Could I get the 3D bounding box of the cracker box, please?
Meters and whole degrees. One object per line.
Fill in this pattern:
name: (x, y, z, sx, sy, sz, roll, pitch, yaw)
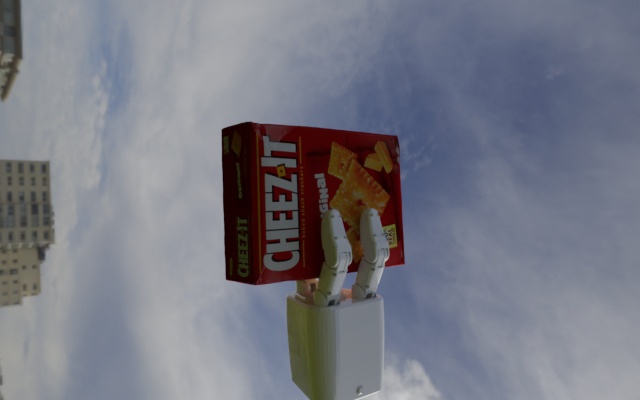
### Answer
cracker box: (0.000, 0.002, 0.546, 0.214, 0.164, 0.072, -1, -1, -38)
